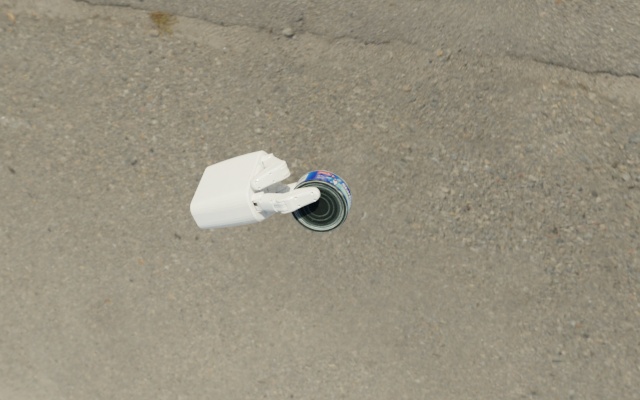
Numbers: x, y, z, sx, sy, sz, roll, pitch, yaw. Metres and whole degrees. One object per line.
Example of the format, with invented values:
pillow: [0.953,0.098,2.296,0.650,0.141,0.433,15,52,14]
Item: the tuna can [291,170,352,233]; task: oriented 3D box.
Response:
tuna can: [0.000,0.002,0.674,0.086,0.086,0.033,0,28,15]
